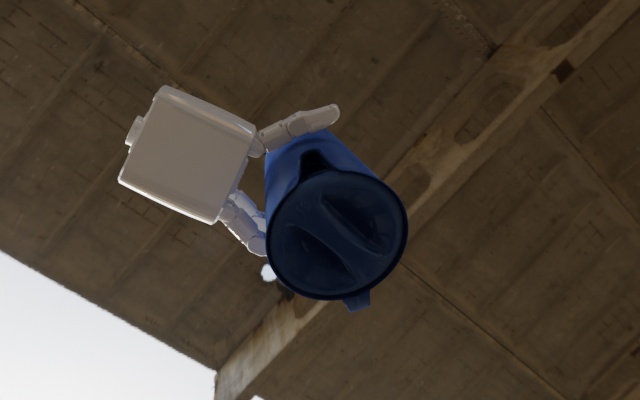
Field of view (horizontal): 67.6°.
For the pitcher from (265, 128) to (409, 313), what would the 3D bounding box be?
[{"bbox_3d":[0.000,0.002,0.541,0.145,0.149,0.242,22,17,-18],"label":"pitcher"}]
